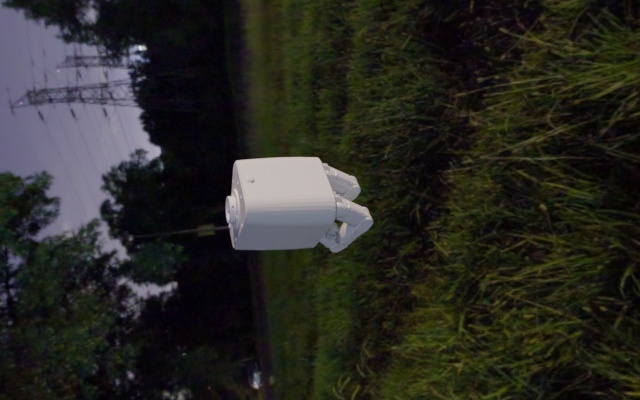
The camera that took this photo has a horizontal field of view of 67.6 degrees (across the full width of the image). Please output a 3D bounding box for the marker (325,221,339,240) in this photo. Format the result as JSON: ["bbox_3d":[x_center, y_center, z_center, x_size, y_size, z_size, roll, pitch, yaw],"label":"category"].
[{"bbox_3d":[0.000,0.002,0.651,0.020,0.121,0.020,-12,-42,-11],"label":"marker"}]
